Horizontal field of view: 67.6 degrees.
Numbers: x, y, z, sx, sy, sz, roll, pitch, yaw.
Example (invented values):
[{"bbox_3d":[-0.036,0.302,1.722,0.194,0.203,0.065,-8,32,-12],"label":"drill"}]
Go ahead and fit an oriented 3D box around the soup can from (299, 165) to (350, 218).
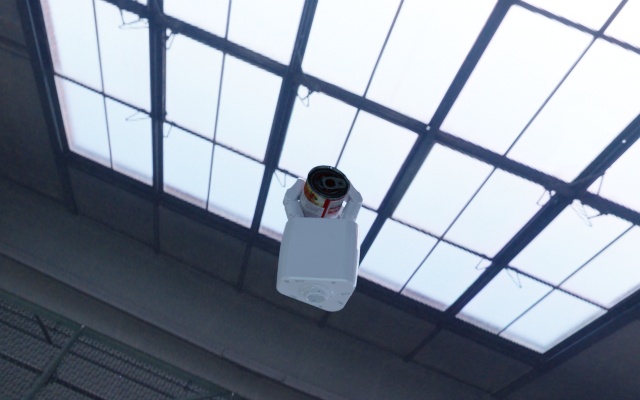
[{"bbox_3d":[0.000,0.002,0.759,0.068,0.068,0.102,0,-39,-18],"label":"soup can"}]
